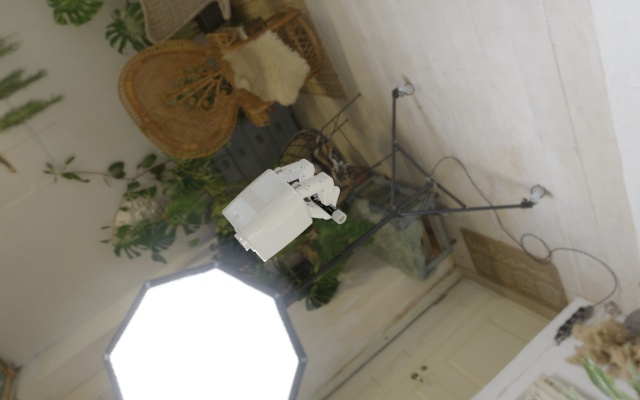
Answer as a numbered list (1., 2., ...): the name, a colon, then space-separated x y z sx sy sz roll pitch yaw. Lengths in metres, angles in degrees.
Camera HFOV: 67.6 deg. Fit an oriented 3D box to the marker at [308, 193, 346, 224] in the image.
1. marker: 0.000 0.003 0.820 0.020 0.020 0.121 0 27 -41
